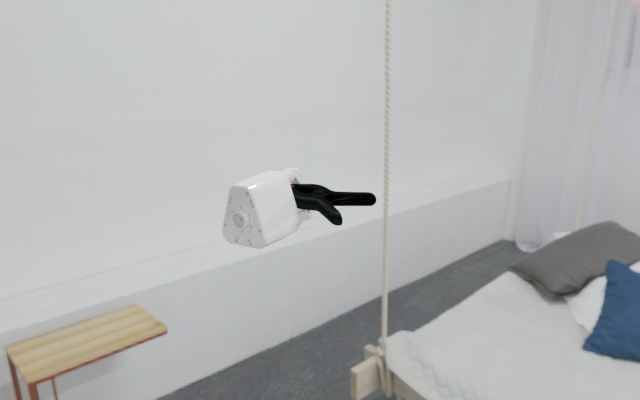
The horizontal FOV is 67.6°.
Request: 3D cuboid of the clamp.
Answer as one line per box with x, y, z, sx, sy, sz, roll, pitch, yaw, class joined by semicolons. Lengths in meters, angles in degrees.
0.000;0.002;0.848;0.171;0.039;0.120;8;18;27;clamp
